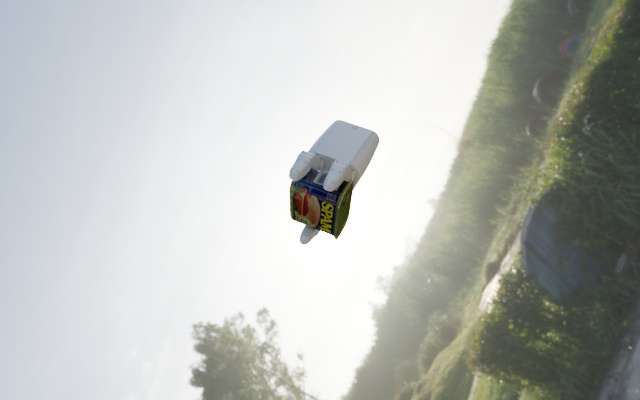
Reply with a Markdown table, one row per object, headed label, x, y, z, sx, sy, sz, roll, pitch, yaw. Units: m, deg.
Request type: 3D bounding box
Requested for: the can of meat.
| label | x | y | z | sx | sy | sz | roll | pitch | yaw |
| --- | --- | --- | --- | --- | --- | --- | --- | --- | --- |
| can of meat | 0.000 | 0.002 | 0.743 | 0.084 | 0.057 | 0.102 | 21 | -39 | 14 |
